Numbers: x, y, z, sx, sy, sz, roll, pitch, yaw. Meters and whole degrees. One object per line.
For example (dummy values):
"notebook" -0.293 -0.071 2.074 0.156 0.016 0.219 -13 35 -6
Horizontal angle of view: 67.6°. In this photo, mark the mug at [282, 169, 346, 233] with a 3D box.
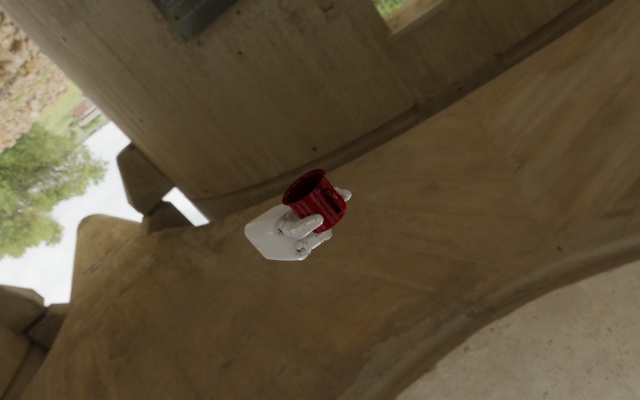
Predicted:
"mug" 0.001 0.003 0.841 0.117 0.081 0.093 -7 39 50
